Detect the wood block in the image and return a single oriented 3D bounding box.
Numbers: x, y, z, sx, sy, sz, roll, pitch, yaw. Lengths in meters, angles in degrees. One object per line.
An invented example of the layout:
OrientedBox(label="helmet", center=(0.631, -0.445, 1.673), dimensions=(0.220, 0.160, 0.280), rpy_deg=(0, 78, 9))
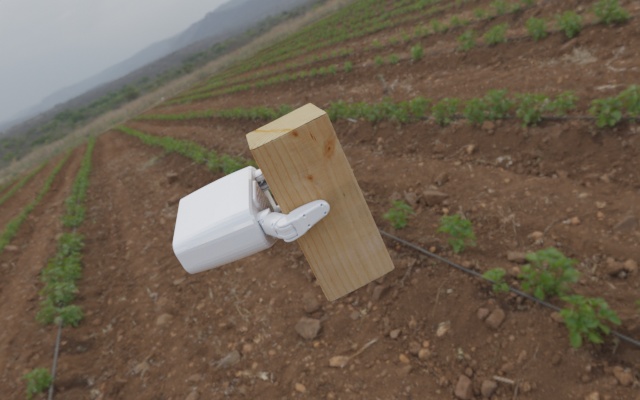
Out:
OrientedBox(label="wood block", center=(0.000, 0.002, 0.568), dimensions=(0.090, 0.206, 0.090), rpy_deg=(-27, 22, -2))
